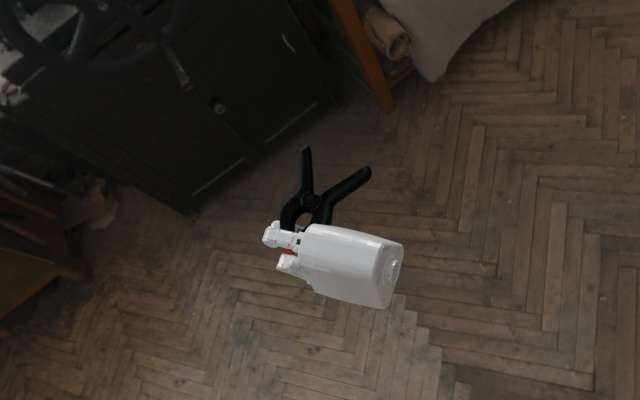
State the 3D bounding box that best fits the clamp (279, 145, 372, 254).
[{"bbox_3d":[0.000,0.002,0.700,0.120,0.171,0.039,11,-18,27],"label":"clamp"}]
